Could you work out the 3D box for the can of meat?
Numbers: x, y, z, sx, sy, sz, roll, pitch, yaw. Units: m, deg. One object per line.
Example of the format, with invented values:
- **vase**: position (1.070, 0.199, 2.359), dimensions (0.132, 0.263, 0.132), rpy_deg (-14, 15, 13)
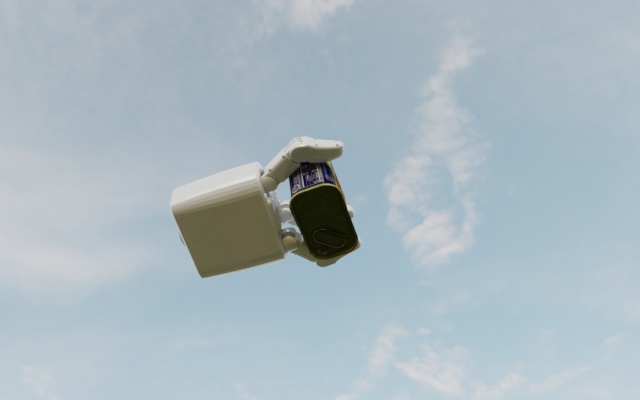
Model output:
- **can of meat**: position (0.000, 0.002, 0.548), dimensions (0.057, 0.102, 0.084), rpy_deg (-19, 37, 5)
